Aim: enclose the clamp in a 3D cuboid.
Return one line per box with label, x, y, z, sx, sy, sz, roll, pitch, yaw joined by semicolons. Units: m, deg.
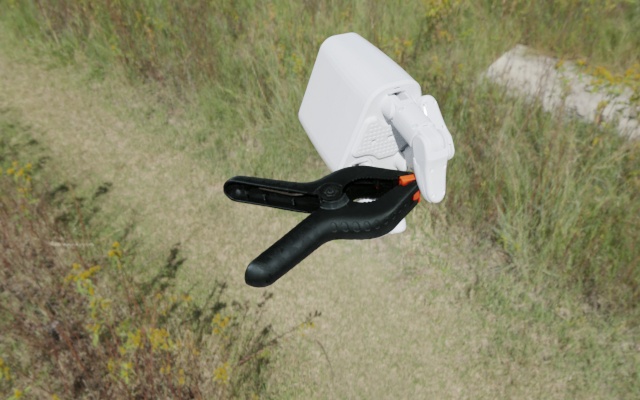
clamp;0.000;0.001;0.407;0.171;0.039;0.120;-17;50;-19
